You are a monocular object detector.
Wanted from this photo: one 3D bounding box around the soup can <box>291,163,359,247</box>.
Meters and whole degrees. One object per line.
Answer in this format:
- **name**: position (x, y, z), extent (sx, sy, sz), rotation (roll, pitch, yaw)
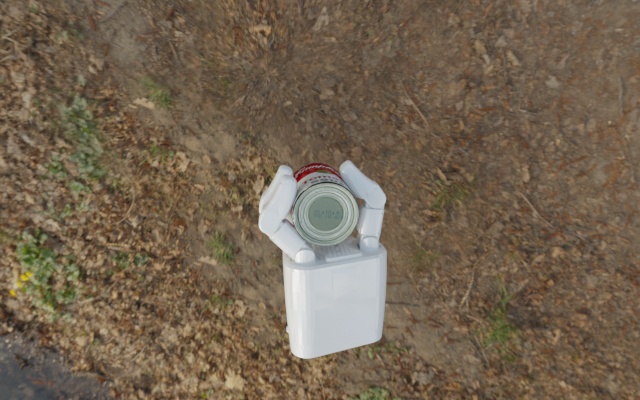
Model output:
- **soup can**: position (0.000, 0.001, 0.511), extent (0.068, 0.068, 0.102), rotation (0, 15, -6)
